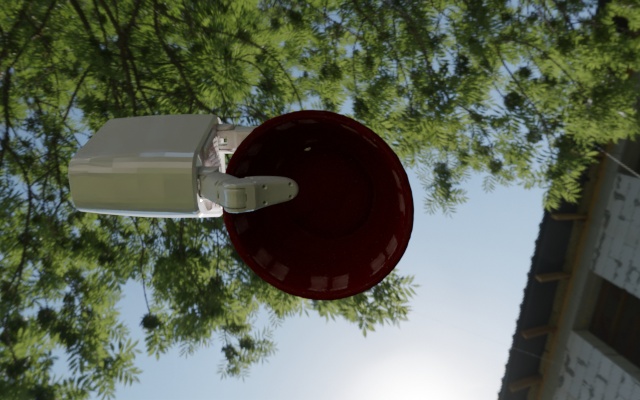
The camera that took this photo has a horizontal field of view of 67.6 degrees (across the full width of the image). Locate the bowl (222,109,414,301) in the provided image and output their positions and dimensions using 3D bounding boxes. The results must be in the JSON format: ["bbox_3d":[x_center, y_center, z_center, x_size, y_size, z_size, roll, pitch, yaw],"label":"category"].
[{"bbox_3d":[0.001,0.002,0.412,0.162,0.162,0.055,0,15,13],"label":"bowl"}]
